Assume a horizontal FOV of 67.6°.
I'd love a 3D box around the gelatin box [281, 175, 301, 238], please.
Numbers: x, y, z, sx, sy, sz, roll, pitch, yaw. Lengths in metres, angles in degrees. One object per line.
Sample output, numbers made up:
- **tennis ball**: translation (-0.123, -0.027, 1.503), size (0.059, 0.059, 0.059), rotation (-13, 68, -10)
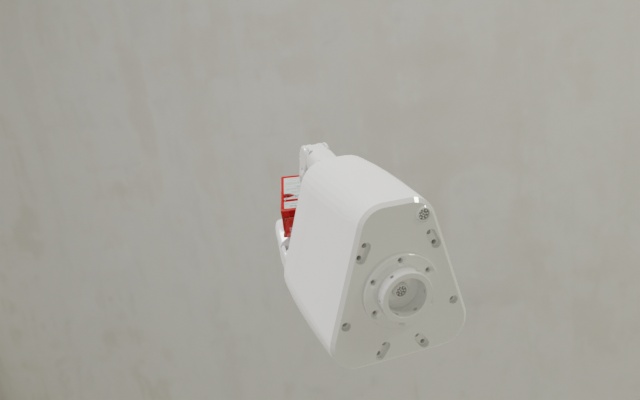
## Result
- **gelatin box**: translation (0.000, 0.001, 0.451), size (0.073, 0.030, 0.089), rotation (-6, 23, -2)
